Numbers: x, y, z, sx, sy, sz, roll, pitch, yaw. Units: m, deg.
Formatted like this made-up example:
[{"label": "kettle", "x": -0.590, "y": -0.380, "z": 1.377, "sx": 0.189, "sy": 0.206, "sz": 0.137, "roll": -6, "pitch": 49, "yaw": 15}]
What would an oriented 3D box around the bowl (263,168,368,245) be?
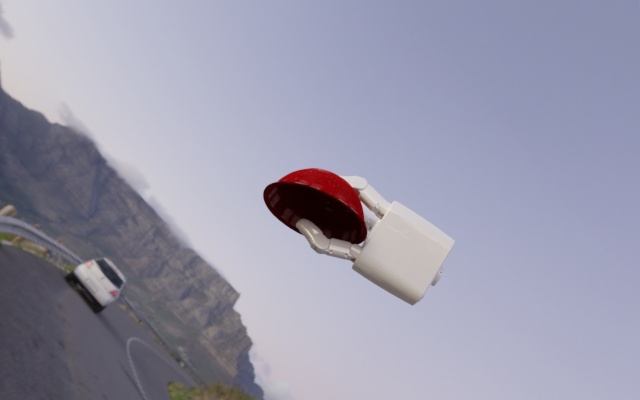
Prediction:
[{"label": "bowl", "x": -0.001, "y": 0.001, "z": 0.695, "sx": 0.162, "sy": 0.055, "sz": 0.162, "roll": 19, "pitch": -28, "yaw": 10}]
